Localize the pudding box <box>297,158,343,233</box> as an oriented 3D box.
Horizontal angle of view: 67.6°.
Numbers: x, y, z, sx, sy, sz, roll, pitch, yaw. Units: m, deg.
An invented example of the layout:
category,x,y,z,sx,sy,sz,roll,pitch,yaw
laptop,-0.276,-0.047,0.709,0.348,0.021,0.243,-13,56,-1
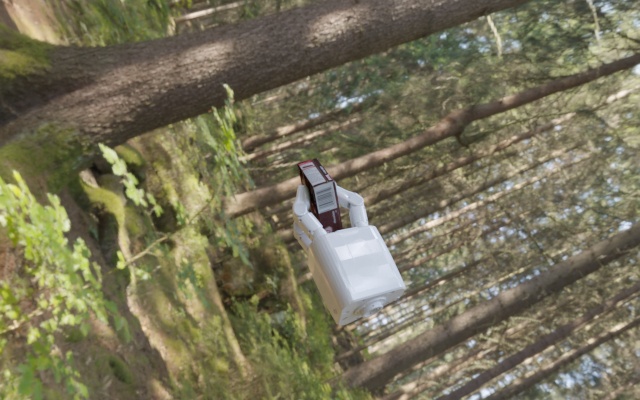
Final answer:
category,x,y,z,sx,sy,sz,roll,pitch,yaw
pudding box,0.000,0.002,0.756,0.039,0.114,0.090,-16,32,-12
